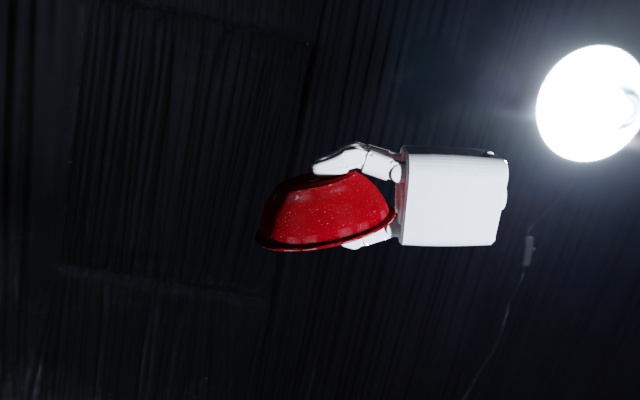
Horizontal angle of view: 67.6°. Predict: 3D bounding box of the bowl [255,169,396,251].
[{"bbox_3d":[-0.001,0.002,0.535,0.162,0.055,0.162,-11,14,3],"label":"bowl"}]
